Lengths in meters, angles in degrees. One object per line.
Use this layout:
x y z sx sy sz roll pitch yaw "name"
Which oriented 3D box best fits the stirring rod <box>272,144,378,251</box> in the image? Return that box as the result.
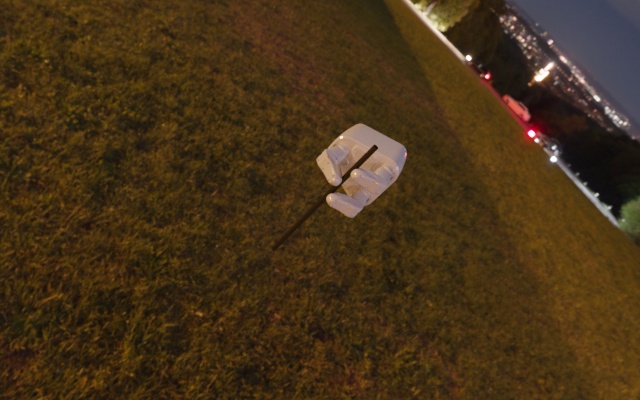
0.000 0.002 0.698 0.011 0.011 0.240 0 -38 -52 "stirring rod"
